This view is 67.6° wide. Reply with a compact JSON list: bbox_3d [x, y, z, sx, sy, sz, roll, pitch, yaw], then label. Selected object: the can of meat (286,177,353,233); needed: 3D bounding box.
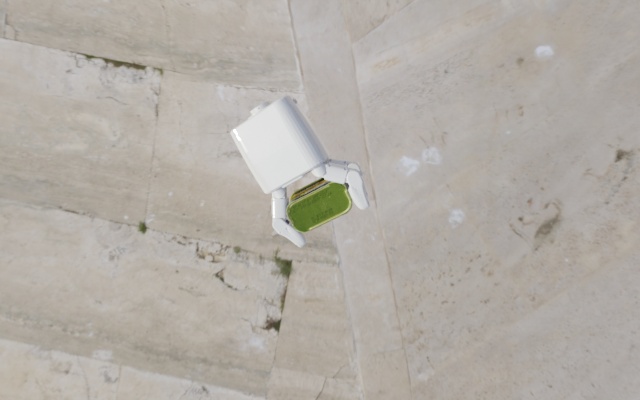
[{"bbox_3d":[0.000,0.003,0.726,0.102,0.057,0.084,-27,8,7],"label":"can of meat"}]
